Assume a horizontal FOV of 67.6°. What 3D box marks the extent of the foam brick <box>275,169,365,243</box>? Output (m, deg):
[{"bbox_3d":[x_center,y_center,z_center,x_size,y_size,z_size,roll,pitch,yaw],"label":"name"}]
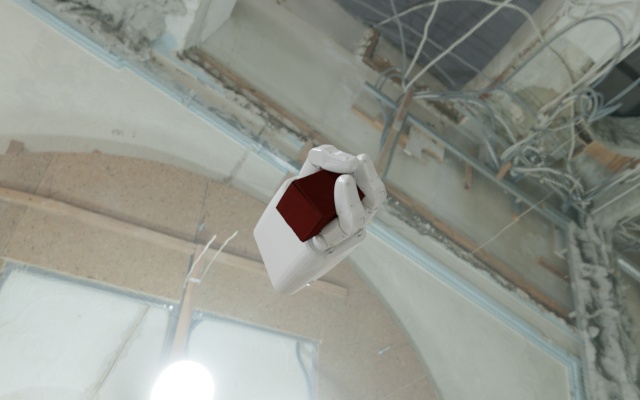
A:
[{"bbox_3d":[0.000,0.002,0.529,0.078,0.053,0.051,-24,-20,-44],"label":"foam brick"}]
